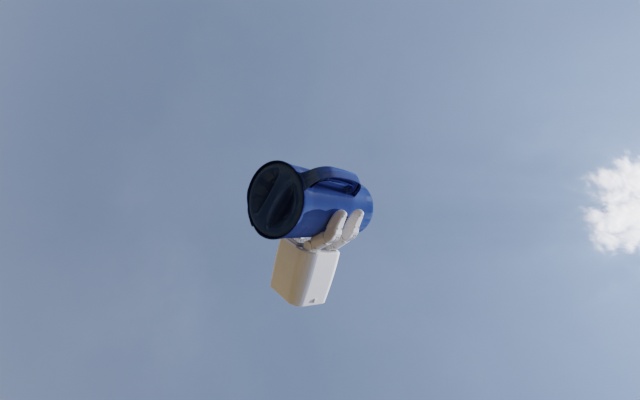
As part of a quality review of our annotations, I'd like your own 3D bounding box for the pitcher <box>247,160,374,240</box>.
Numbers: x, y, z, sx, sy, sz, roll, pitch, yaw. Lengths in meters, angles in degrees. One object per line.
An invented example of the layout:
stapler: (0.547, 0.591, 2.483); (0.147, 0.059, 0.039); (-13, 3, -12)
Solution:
pitcher: (0.000, 0.003, 0.878); (0.149, 0.145, 0.243); (20, 9, 38)
